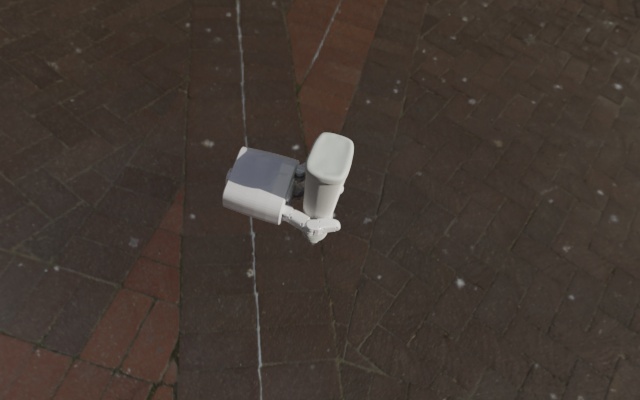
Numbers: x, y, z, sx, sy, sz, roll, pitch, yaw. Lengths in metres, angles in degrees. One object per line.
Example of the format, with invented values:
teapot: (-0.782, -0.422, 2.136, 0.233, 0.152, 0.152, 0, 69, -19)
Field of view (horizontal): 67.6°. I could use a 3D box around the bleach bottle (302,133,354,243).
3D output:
bleach bottle: (0.000, 0.003, 0.837, 0.068, 0.102, 0.251, 17, -38, 3)
